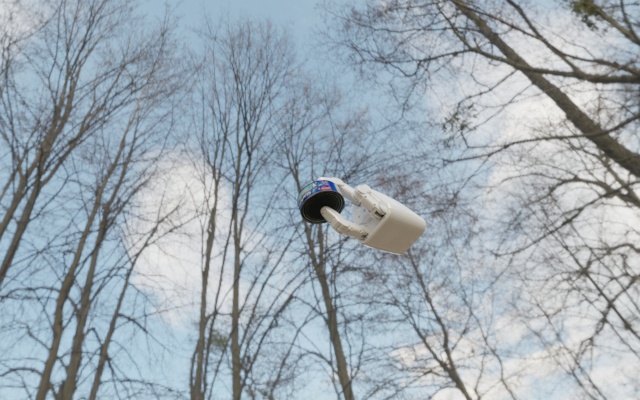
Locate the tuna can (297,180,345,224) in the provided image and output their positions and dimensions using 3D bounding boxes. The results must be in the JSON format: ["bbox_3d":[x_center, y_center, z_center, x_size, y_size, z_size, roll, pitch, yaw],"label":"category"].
[{"bbox_3d":[0.000,0.003,0.891,0.086,0.086,0.033,0,43,-22],"label":"tuna can"}]
